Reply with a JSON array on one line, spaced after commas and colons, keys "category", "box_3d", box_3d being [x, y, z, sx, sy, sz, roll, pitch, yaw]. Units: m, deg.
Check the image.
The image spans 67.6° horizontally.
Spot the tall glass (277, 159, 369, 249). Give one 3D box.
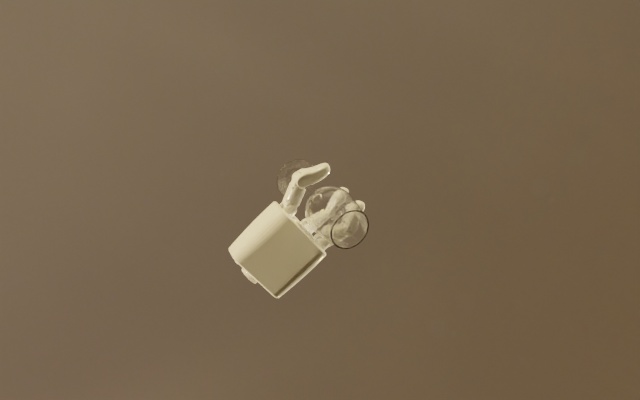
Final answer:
[{"category": "tall glass", "box_3d": [0.000, 0.002, 0.755, 0.079, 0.079, 0.201, 0, 23, -28]}]
